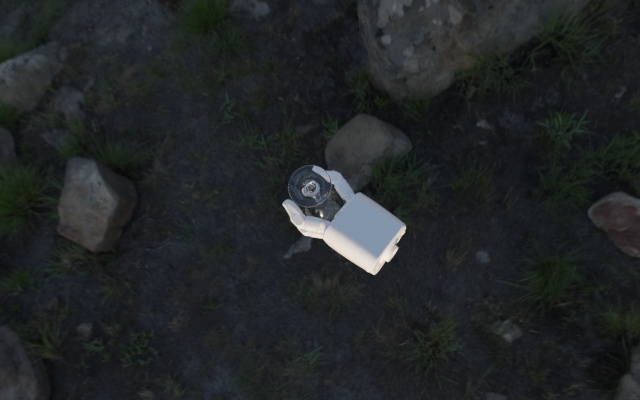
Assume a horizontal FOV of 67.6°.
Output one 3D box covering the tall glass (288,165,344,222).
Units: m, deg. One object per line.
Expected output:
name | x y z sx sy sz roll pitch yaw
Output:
tall glass | 0.000 0.003 0.892 0.079 0.079 0.201 0 -16 11
